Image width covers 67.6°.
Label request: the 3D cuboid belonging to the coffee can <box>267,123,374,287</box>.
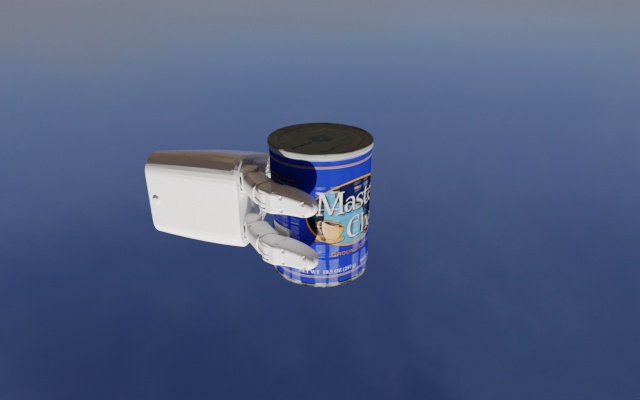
[{"bbox_3d":[0.000,0.001,0.491,0.103,0.140,0.102,0,25,0],"label":"coffee can"}]
